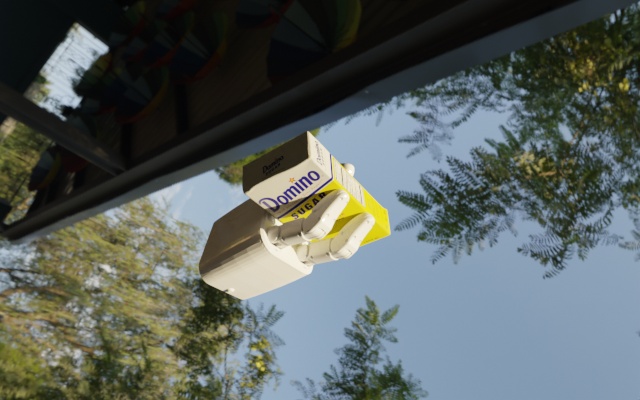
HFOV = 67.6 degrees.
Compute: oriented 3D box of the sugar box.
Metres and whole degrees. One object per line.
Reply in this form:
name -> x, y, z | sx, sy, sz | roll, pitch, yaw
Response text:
sugar box -> 0.000, 0.002, 0.559 | 0.093, 0.048, 0.176 | -26, -40, 25
